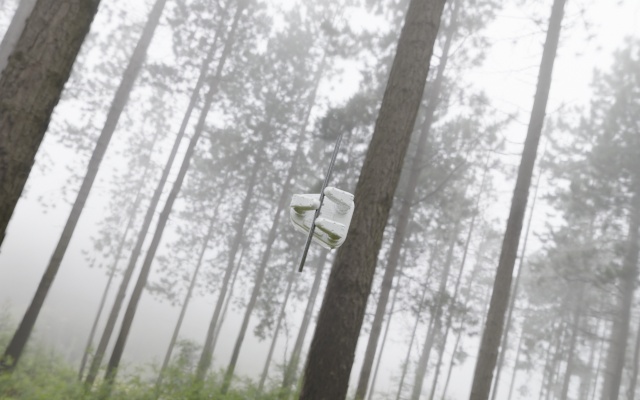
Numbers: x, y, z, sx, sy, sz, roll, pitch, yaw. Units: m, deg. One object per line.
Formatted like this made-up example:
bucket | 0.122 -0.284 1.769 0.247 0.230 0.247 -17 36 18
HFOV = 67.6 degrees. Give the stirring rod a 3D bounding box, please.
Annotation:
stirring rod | 0.000 0.003 0.793 0.011 0.239 0.011 16 -11 3
